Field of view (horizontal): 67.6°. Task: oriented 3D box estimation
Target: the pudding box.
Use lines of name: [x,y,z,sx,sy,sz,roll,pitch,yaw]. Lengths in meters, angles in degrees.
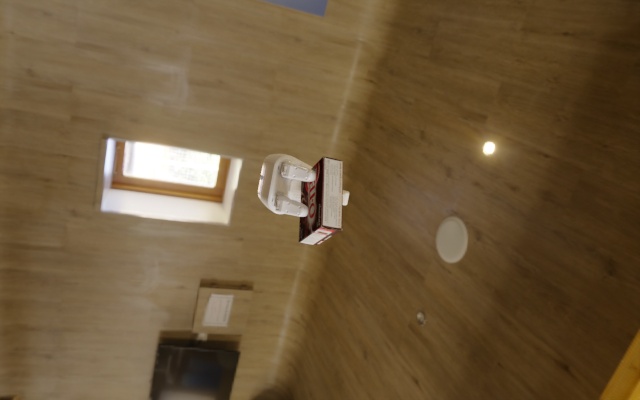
pudding box: [0.000,0.002,0.721,0.039,0.113,0.090,8,-22,-21]
